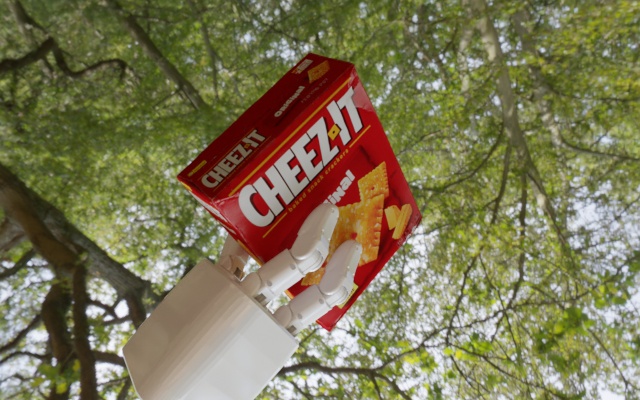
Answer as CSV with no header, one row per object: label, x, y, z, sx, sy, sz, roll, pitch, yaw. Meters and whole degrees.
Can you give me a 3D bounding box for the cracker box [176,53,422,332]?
cracker box,0.000,0.002,0.452,0.072,0.164,0.214,28,-21,44
